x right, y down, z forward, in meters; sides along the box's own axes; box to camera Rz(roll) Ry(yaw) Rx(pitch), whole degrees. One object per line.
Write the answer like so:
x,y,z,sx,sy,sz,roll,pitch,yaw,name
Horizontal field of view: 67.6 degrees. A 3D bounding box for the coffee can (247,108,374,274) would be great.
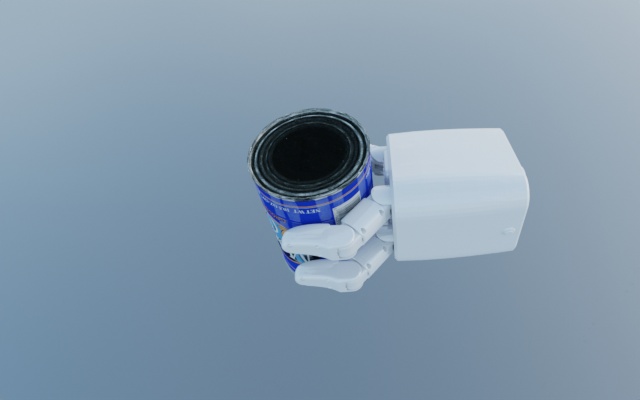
0.000,0.002,0.444,0.103,0.102,0.140,0,-37,11,coffee can
